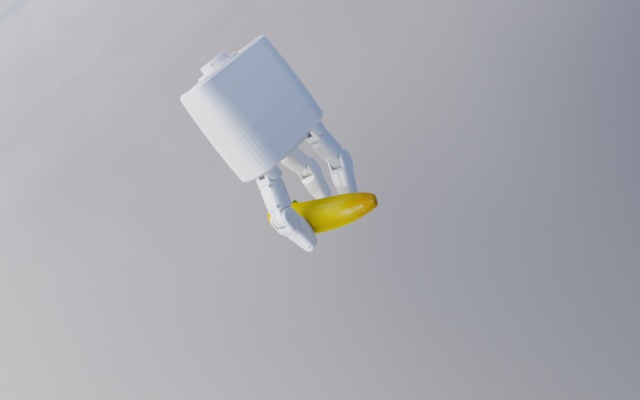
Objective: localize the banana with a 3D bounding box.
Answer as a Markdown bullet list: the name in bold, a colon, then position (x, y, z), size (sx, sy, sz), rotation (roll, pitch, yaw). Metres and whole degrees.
- **banana**: position (-0.015, 0.013, 0.556), size (0.069, 0.037, 0.198), rotation (-40, 18, -24)
